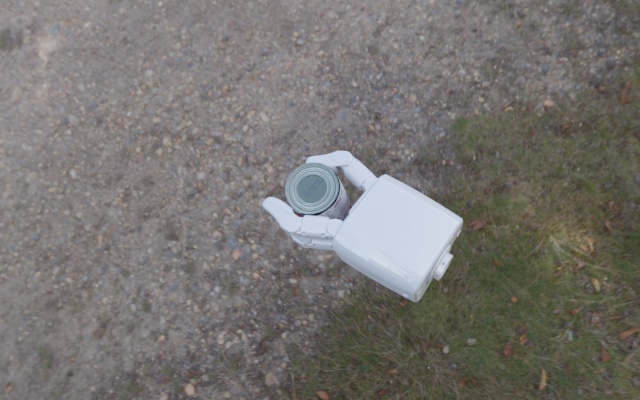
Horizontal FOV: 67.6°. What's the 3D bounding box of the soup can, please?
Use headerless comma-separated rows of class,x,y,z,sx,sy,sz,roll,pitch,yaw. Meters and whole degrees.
soup can,0.000,0.002,0.599,0.068,0.068,0.102,0,-19,13
